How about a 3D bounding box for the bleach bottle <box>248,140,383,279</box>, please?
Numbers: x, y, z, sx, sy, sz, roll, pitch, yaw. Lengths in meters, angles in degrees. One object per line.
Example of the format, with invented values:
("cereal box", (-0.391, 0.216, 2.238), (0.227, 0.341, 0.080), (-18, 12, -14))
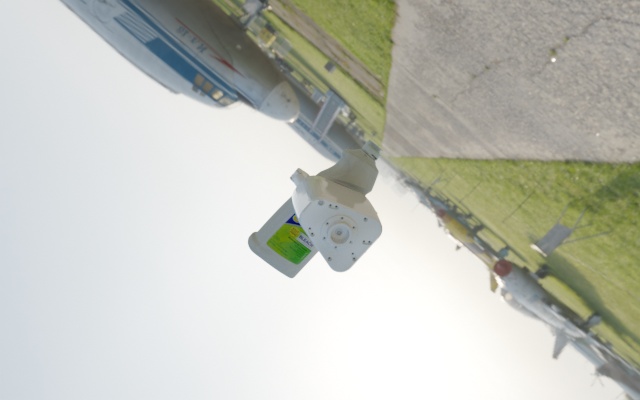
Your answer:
("bleach bottle", (0.000, 0.003, 0.762), (0.102, 0.251, 0.068), (38, 9, -16))
